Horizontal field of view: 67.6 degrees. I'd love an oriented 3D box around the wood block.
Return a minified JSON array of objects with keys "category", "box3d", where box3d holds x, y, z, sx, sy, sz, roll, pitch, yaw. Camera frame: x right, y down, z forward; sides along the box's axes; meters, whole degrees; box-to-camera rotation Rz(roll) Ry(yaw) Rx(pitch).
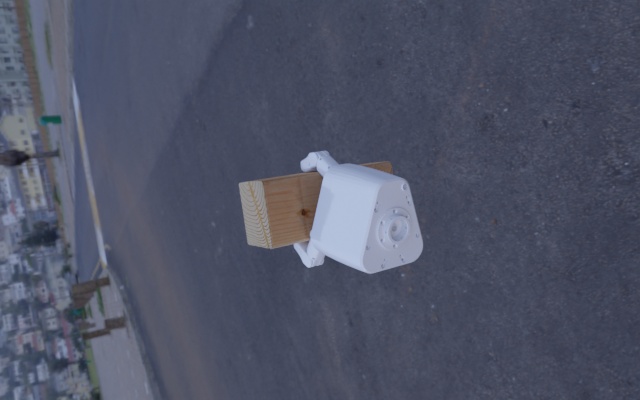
[{"category":"wood block","box3d":[0.000,0.002,0.689,0.206,0.091,0.090,-10,5,-29]}]
